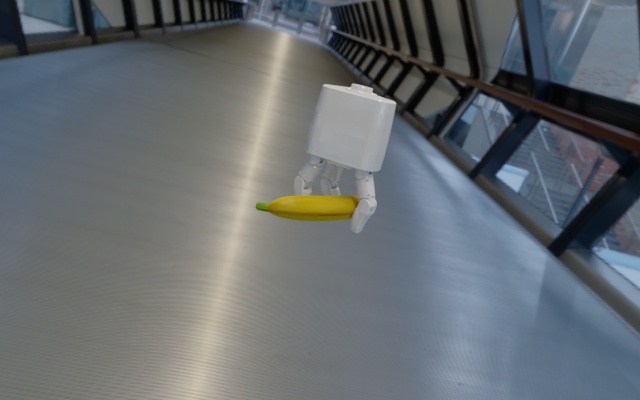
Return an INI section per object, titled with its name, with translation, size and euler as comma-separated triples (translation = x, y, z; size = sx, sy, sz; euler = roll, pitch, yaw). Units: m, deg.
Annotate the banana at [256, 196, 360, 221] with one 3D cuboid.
[banana]
translation = 0.005, 0.008, 0.733
size = 0.198, 0.037, 0.069
euler = 1, 17, -28
